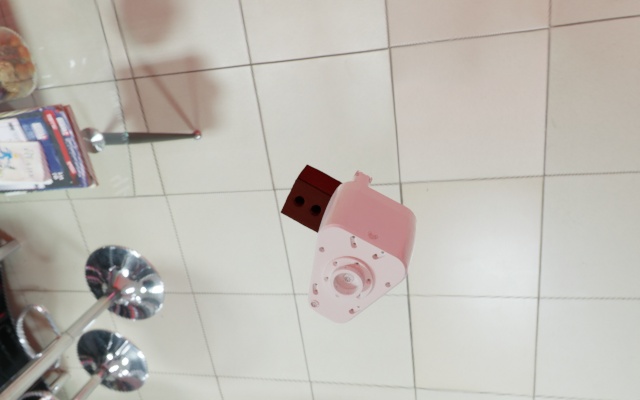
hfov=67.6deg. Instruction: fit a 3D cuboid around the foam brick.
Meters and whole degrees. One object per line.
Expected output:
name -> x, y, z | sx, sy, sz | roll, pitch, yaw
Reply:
foam brick -> 0.000, 0.002, 0.577 | 0.078, 0.053, 0.051 | 28, 27, 1
